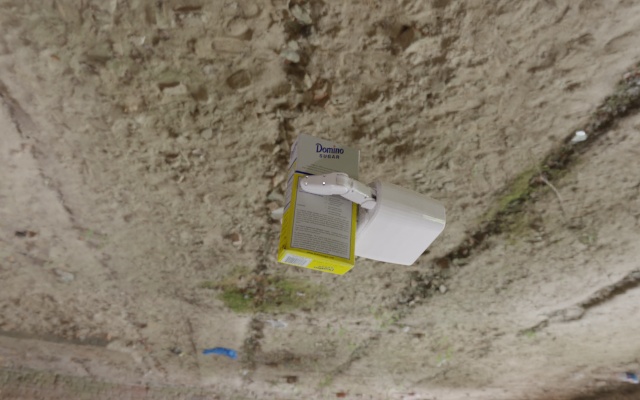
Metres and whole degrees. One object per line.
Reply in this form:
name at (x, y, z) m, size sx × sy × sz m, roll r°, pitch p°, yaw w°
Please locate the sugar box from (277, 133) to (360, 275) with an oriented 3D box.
sugar box at (0.000, 0.002, 0.635) m, size 0.093 × 0.176 × 0.048 m, roll 15°, pitch -32°, yaw -16°
